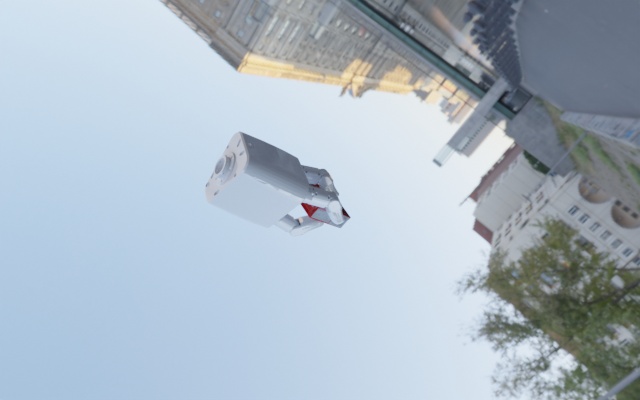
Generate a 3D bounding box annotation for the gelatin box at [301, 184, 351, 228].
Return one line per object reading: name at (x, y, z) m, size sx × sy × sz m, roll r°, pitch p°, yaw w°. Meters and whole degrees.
gelatin box at (0.000, 0.003, 0.782) m, size 0.089 × 0.030 × 0.073 m, roll 22°, pitch 27°, yaw -49°
